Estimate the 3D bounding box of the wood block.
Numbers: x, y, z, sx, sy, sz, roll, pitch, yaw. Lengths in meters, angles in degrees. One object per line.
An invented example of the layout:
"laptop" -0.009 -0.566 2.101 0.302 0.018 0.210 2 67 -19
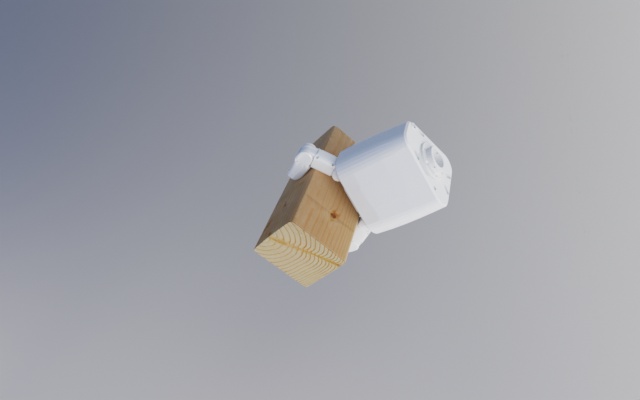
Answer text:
"wood block" 0.000 0.002 0.667 0.091 0.206 0.090 38 -47 -15
